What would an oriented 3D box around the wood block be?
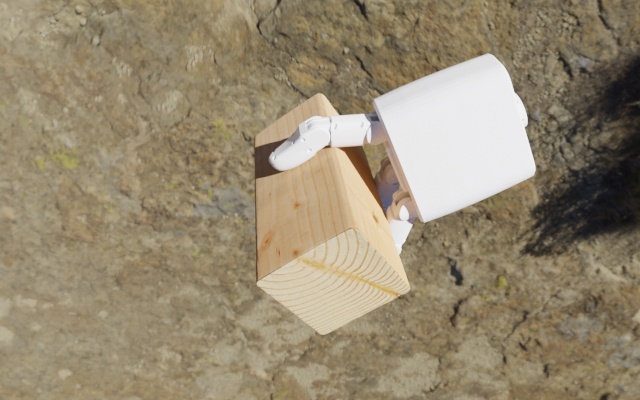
[{"bbox_3d":[0.000,0.001,0.443,0.090,0.206,0.091,-31,-54,16],"label":"wood block"}]
